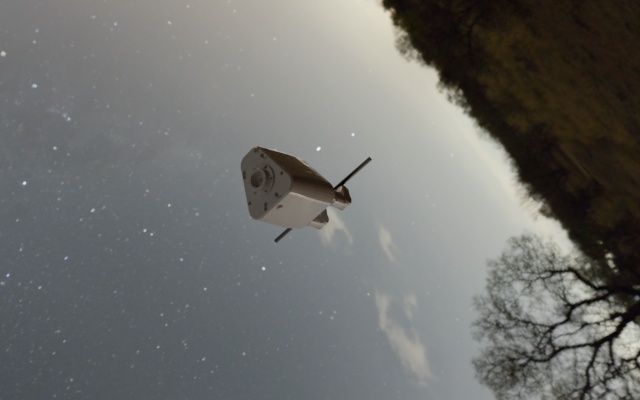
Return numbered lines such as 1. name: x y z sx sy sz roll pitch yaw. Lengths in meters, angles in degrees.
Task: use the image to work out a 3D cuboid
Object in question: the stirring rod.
1. stirring rod: 0.000 0.003 0.849 0.239 0.011 0.011 -41 -18 22
